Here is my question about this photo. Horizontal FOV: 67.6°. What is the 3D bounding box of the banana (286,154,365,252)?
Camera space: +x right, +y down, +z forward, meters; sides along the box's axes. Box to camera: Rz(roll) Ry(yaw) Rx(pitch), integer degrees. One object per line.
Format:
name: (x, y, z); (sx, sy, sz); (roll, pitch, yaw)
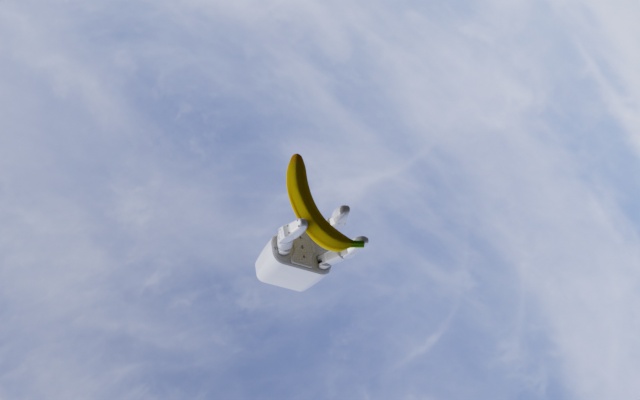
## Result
banana: (-0.012, 0.012, 0.780); (0.069, 0.197, 0.037); (-25, -16, -34)
